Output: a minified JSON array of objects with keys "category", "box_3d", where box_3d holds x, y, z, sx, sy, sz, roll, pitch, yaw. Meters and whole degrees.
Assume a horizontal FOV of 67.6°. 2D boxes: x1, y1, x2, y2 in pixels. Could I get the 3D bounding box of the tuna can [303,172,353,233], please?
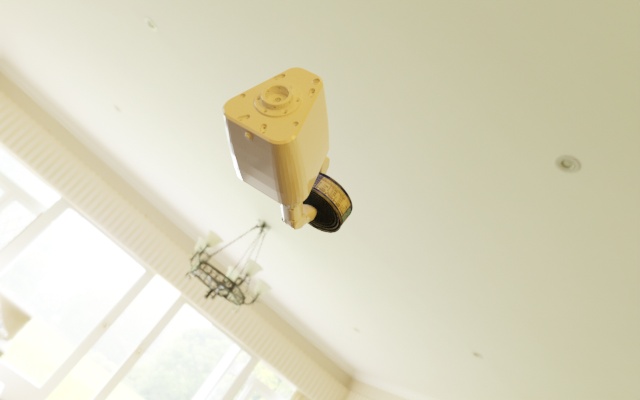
[{"category":"tuna can","box_3d":[0.000,0.002,0.645,0.086,0.086,0.033,0,42,49]}]
